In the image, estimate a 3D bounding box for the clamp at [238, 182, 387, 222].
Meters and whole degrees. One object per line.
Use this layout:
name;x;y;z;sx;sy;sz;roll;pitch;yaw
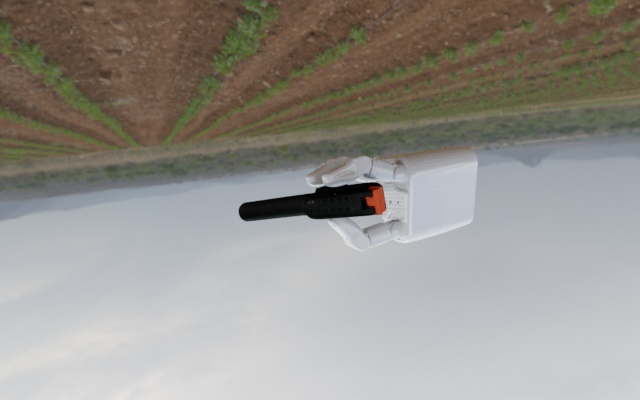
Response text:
clamp;0.001;0.003;0.570;0.164;0.036;0.210;-15;8;-22
